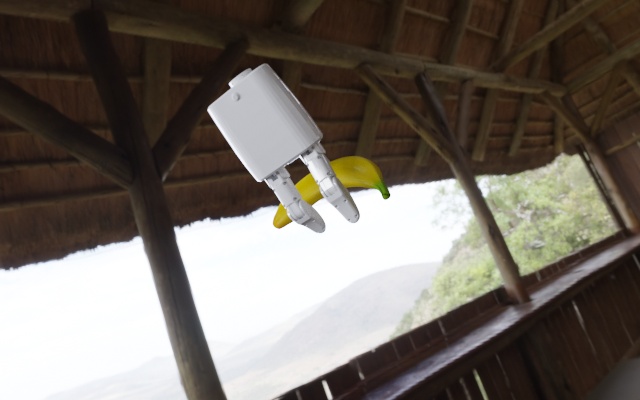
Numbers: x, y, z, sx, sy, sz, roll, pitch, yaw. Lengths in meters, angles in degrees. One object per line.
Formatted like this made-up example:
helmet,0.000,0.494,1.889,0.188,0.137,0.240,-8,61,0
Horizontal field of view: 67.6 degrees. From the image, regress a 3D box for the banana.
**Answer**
banana,0.006,-0.014,0.611,0.198,0.069,0.037,-19,-43,43
